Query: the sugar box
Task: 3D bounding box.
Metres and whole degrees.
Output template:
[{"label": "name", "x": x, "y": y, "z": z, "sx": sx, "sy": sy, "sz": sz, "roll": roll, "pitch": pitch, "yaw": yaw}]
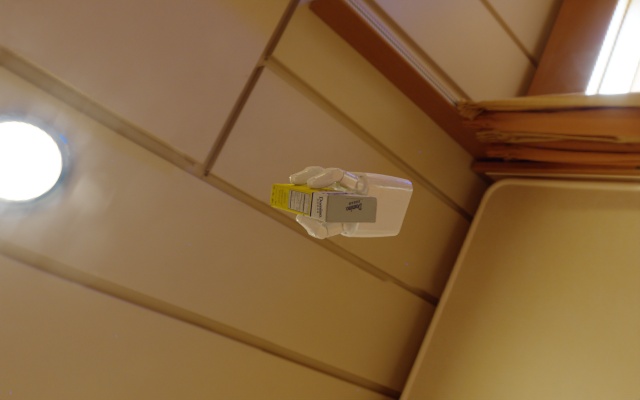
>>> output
[{"label": "sugar box", "x": 0.000, "y": 0.002, "z": 0.759, "sx": 0.093, "sy": 0.048, "sz": 0.176, "roll": 2, "pitch": 3, "yaw": -34}]
